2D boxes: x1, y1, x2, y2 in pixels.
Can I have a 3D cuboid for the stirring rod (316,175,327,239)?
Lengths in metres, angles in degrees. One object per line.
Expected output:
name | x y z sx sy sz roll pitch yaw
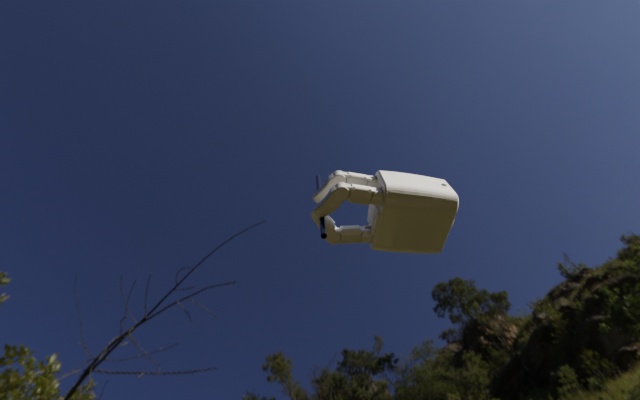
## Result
stirring rod | 0.000 0.002 0.723 0.011 0.011 0.239 0 21 -2
